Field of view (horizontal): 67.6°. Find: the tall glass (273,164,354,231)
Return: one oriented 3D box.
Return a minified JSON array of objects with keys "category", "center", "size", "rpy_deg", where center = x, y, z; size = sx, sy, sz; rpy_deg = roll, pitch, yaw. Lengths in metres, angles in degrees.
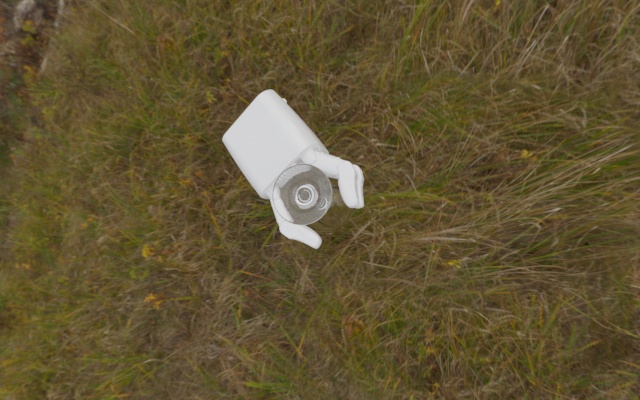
[{"category":"tall glass","center":[0.000,0.002,0.666],"size":[0.079,0.079,0.201],"rpy_deg":[0,-6,13]}]
